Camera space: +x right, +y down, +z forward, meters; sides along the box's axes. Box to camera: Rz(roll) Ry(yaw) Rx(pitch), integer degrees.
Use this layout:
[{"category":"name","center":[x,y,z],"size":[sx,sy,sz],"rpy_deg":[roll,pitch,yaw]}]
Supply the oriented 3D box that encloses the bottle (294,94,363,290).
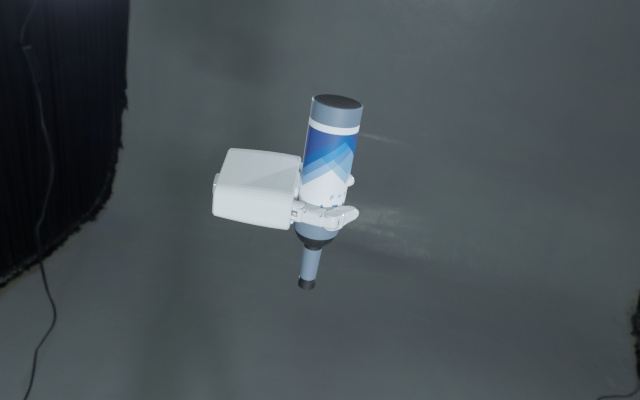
[{"category":"bottle","center":[0.000,0.002,0.679],"size":[0.069,0.296,0.069],"rpy_deg":[8,27,-4]}]
